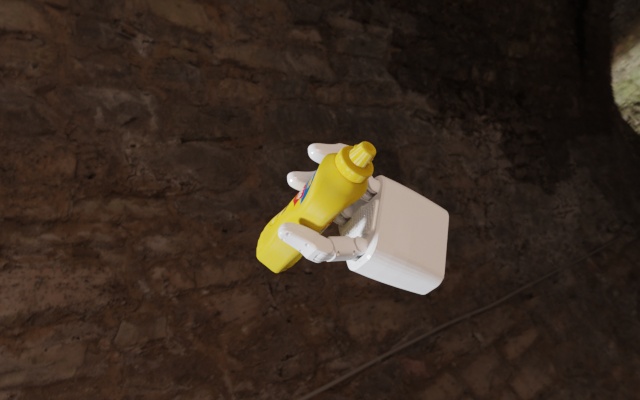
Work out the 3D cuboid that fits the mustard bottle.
[{"bbox_3d":[0.000,0.002,0.538,0.192,0.058,0.096,-47,4,40],"label":"mustard bottle"}]
